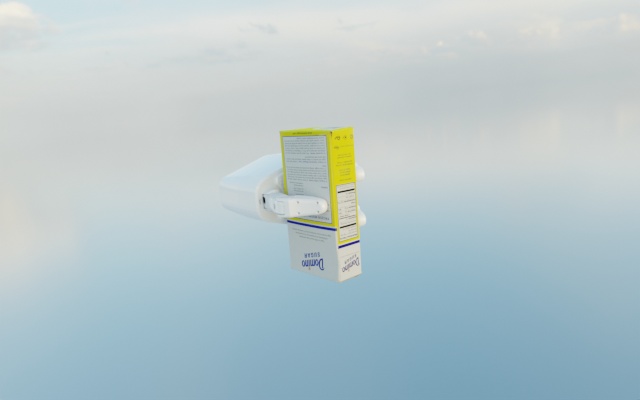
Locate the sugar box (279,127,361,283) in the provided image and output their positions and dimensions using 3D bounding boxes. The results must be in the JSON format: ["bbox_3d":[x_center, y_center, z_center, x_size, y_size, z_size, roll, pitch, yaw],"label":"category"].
[{"bbox_3d":[0.000,0.002,0.574,0.048,0.176,0.093,-16,16,-40],"label":"sugar box"}]
